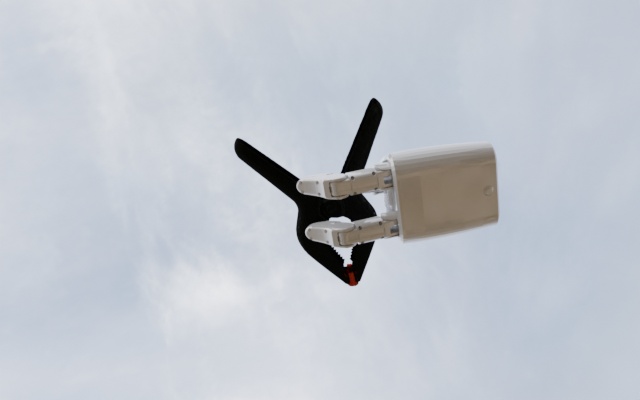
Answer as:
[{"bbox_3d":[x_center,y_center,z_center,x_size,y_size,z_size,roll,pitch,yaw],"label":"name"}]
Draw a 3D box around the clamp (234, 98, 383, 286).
[{"bbox_3d":[0.000,0.002,0.540,0.164,0.210,0.036,-9,18,3],"label":"clamp"}]
